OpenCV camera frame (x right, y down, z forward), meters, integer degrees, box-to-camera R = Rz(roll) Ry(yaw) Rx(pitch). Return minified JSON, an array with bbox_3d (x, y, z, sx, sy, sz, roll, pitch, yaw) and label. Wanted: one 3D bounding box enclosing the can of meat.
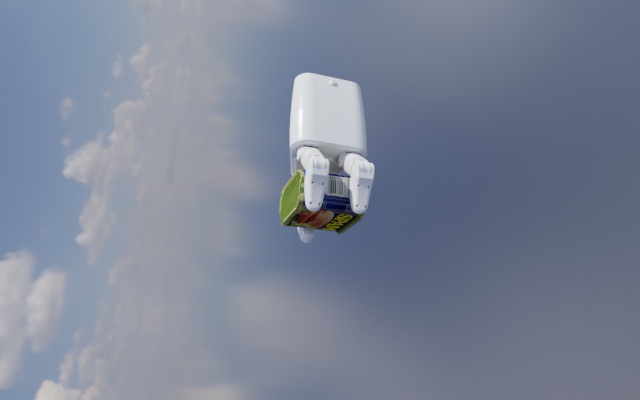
[{"bbox_3d":[0.000,0.002,0.602,0.084,0.057,0.102,7,-21,-17],"label":"can of meat"}]
